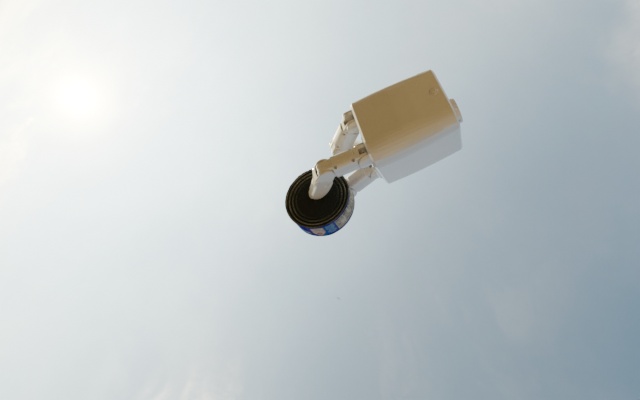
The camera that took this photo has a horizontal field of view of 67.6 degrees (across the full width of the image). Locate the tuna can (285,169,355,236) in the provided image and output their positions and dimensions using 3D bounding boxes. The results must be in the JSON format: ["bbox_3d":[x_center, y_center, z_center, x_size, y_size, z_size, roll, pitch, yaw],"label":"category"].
[{"bbox_3d":[0.000,0.002,0.615,0.086,0.086,0.034,0,-26,21],"label":"tuna can"}]
